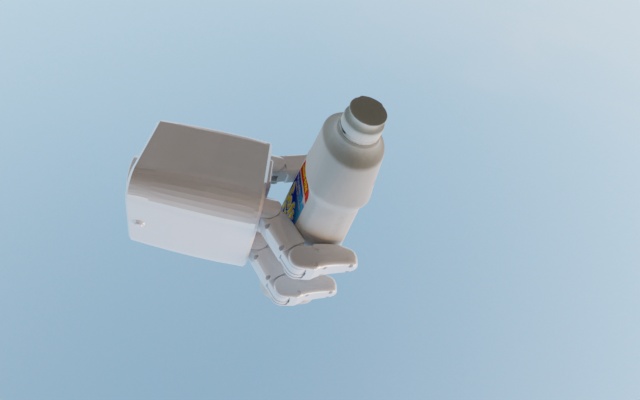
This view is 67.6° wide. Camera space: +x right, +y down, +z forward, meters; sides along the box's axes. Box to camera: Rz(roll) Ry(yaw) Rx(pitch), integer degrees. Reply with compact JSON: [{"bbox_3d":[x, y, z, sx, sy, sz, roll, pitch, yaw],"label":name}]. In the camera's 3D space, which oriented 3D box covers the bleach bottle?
[{"bbox_3d":[0.000,0.002,0.431,0.068,0.102,0.251,13,-37,-10],"label":"bleach bottle"}]
